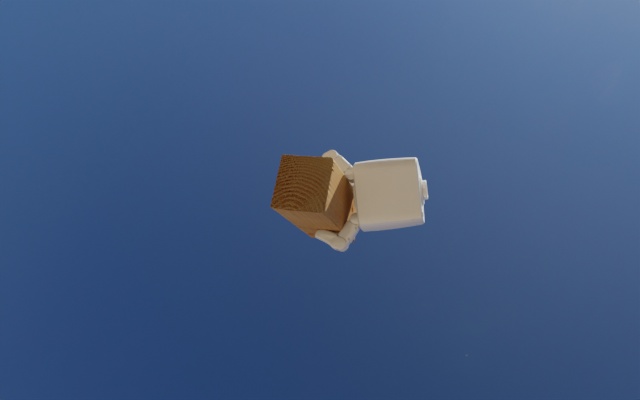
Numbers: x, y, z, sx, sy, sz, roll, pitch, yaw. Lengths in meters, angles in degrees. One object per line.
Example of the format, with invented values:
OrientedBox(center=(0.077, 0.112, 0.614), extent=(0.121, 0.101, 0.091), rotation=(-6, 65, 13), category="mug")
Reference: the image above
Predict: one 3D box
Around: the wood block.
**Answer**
OrientedBox(center=(0.000, 0.003, 0.819), extent=(0.090, 0.090, 0.206), rotation=(5, -16, 19), category="wood block")
